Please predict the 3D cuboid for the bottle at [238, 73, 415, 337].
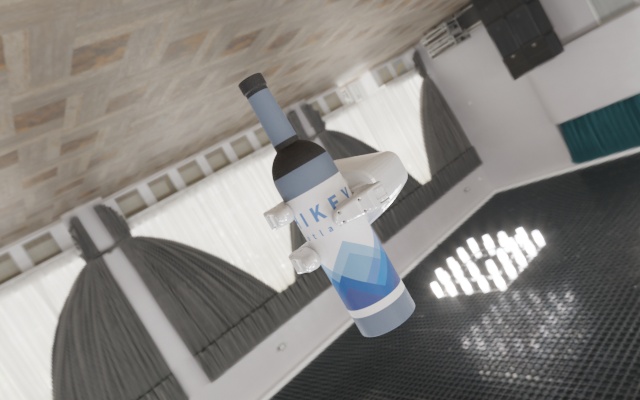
[{"bbox_3d":[0.000,0.002,0.506,0.069,0.296,0.069,-30,5,3],"label":"bottle"}]
